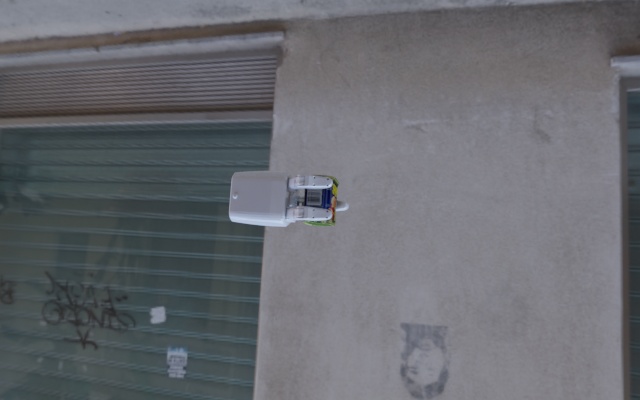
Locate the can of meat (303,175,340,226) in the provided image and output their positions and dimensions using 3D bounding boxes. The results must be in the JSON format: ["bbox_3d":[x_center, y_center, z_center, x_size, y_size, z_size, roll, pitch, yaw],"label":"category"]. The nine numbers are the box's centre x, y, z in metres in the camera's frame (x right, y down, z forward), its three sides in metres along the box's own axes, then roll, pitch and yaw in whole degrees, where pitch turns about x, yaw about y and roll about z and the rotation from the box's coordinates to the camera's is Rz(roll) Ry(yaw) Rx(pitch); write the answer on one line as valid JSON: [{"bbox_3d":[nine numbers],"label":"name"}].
[{"bbox_3d":[0.000,0.003,0.867,0.057,0.084,0.102,3,-6,9],"label":"can of meat"}]
